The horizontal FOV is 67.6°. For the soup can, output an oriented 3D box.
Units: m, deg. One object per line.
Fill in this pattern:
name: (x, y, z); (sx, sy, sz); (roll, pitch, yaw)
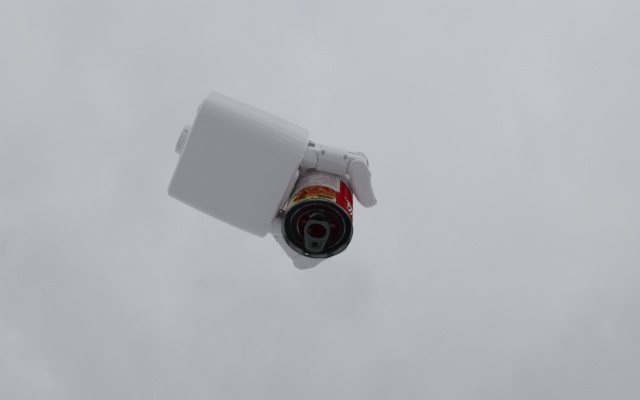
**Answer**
soup can: (0.001, 0.002, 0.487); (0.068, 0.068, 0.102); (0, 31, 4)
